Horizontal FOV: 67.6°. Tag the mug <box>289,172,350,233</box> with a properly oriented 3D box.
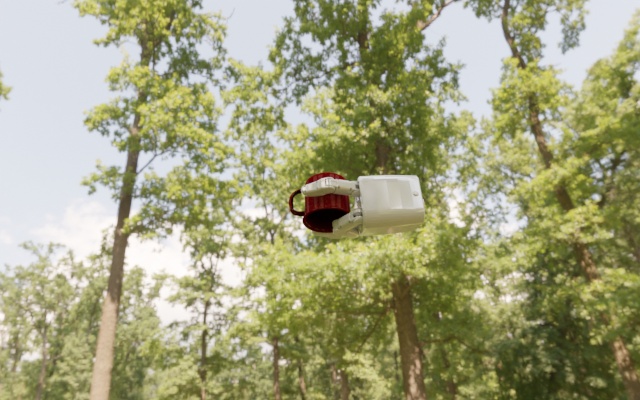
[{"bbox_3d":[-0.001,0.003,0.876,0.117,0.081,0.093,-2,-32,-1],"label":"mug"}]
